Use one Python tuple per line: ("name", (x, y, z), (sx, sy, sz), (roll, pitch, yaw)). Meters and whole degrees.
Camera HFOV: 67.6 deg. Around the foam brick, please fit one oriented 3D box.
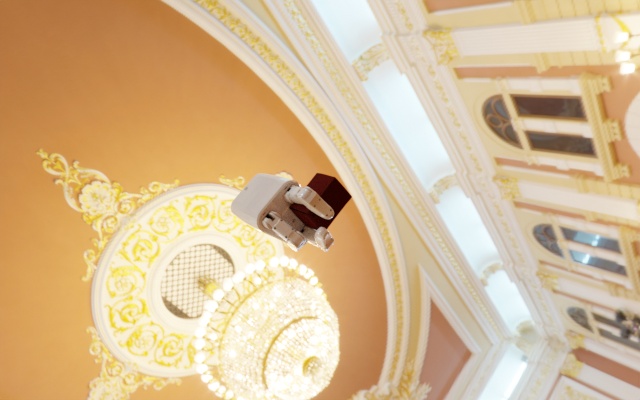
("foam brick", (0.000, 0.002, 0.764), (0.051, 0.078, 0.053), (18, -25, 52))
